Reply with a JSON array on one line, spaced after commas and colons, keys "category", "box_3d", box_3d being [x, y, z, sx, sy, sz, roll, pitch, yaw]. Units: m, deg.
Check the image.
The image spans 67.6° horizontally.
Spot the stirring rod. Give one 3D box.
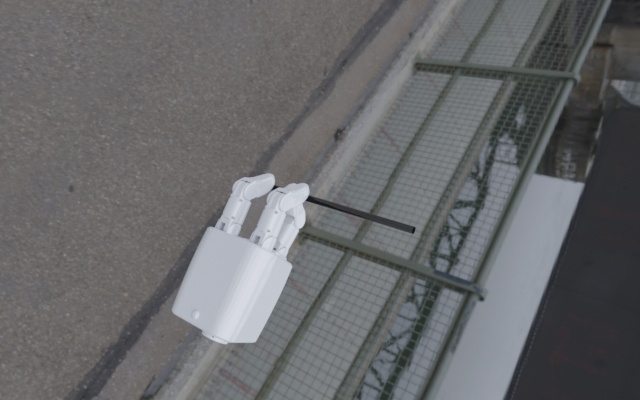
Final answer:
[{"category": "stirring rod", "box_3d": [0.000, 0.002, 0.563, 0.239, 0.011, 0.011, 17, 9, 32]}]
